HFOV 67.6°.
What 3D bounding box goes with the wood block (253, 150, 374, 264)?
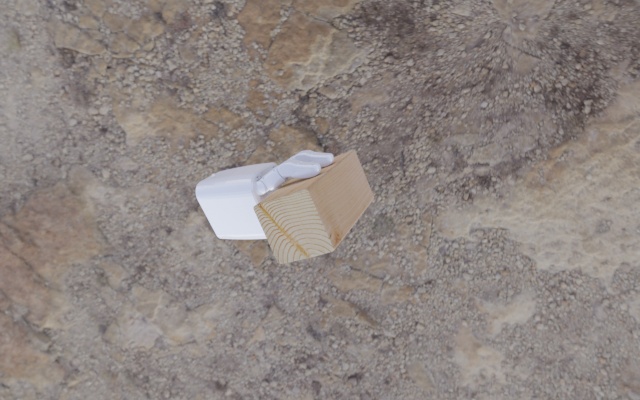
[{"bbox_3d":[0.000,0.003,0.708,0.090,0.091,0.206,-17,13,26],"label":"wood block"}]
